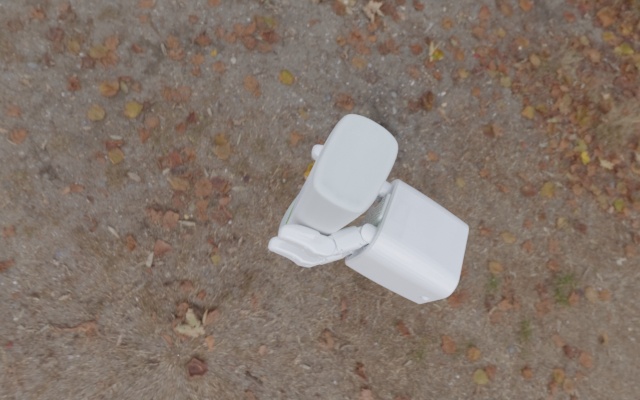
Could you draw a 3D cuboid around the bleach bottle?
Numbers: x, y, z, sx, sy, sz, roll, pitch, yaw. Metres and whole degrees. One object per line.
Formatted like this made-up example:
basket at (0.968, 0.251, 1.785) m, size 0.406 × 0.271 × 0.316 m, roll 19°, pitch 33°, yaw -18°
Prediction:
bleach bottle at (0.000, 0.002, 0.559) m, size 0.068 × 0.102 × 0.251 m, roll 30°, pitch -23°, yaw -5°
